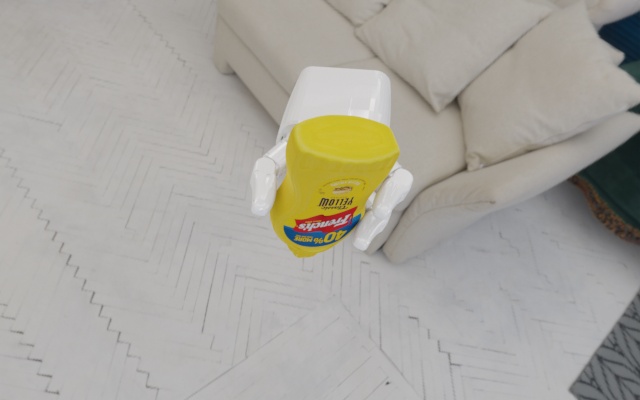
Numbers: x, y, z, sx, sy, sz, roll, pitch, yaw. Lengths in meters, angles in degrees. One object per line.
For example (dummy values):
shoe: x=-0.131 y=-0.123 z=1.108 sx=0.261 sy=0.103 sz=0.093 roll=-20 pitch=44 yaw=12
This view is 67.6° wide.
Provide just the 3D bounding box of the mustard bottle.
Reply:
mustard bottle: x=0.000 y=0.002 z=0.475 sx=0.096 sy=0.058 sz=0.192 roll=-3 pitch=-35 yaw=-21
